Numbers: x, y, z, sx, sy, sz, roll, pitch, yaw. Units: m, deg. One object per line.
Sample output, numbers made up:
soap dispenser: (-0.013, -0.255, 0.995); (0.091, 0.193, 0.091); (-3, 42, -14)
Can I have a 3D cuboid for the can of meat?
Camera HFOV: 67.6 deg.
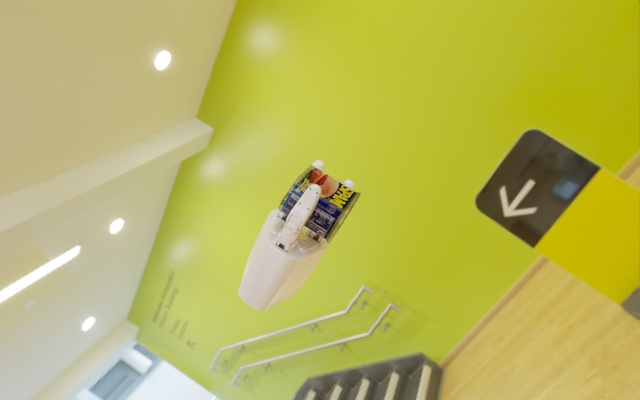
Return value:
can of meat: (0.000, 0.002, 0.665); (0.084, 0.057, 0.102); (32, 28, 5)
